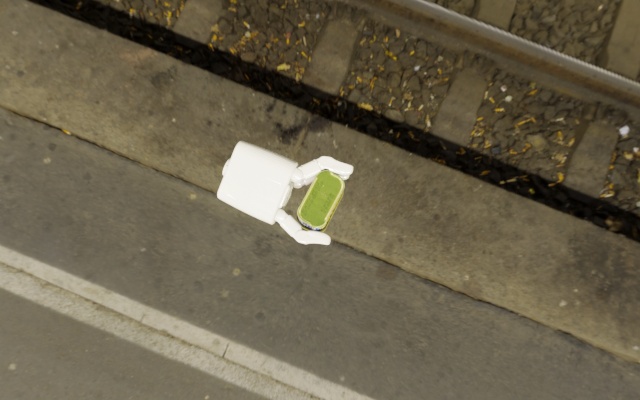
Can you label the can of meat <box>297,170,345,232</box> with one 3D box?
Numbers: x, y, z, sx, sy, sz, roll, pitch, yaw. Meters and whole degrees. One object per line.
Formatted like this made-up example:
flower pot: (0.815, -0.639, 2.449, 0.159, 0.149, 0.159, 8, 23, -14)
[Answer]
can of meat: (0.000, 0.003, 0.819, 0.057, 0.102, 0.084, 27, -8, 3)
